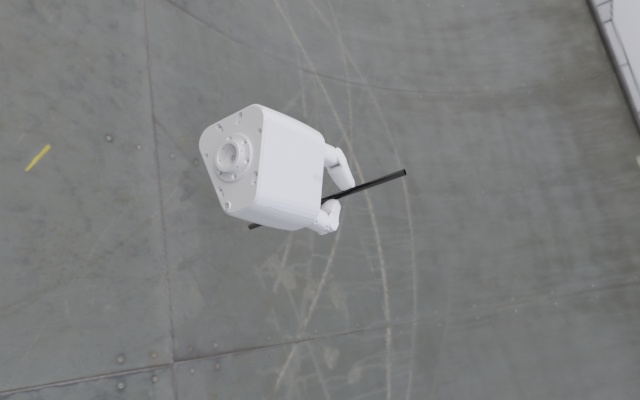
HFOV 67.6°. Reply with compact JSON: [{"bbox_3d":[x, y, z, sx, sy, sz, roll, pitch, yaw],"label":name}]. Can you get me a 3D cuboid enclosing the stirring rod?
[{"bbox_3d":[0.000,0.002,0.622,0.239,0.011,0.011,-20,-10,28],"label":"stirring rod"}]
